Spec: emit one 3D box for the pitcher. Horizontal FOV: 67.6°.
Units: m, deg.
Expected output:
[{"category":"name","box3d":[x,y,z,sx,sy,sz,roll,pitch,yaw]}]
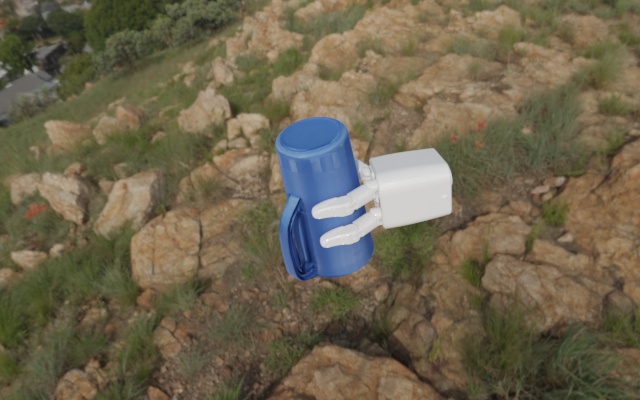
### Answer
[{"category":"pitcher","box3d":[0.000,0.002,0.751,0.145,0.243,0.149,-11,38,3]}]
